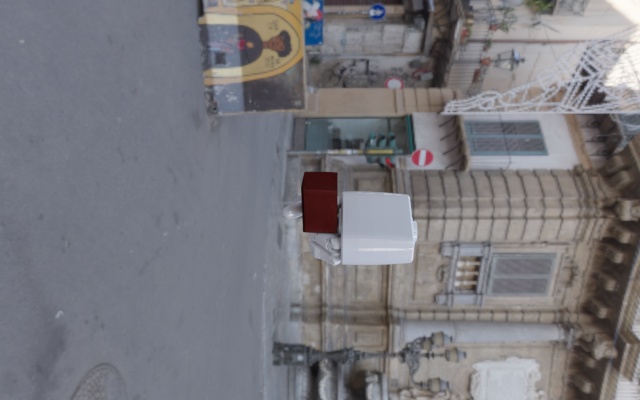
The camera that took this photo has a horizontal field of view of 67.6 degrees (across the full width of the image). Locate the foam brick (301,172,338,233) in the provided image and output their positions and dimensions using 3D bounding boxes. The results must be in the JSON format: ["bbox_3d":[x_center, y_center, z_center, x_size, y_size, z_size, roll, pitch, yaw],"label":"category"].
[{"bbox_3d":[0.000,0.002,0.703,0.051,0.078,0.053,1,33,4],"label":"foam brick"}]
